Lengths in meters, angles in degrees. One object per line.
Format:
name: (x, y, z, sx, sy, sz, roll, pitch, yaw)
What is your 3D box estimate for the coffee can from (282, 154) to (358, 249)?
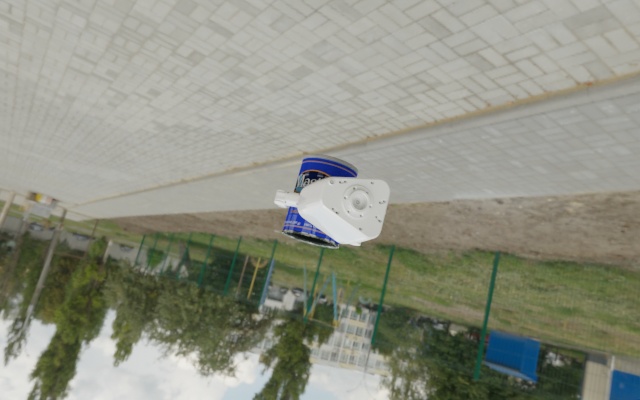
coffee can: (0.000, 0.003, 0.835, 0.103, 0.140, 0.103, 15, -12, 3)
